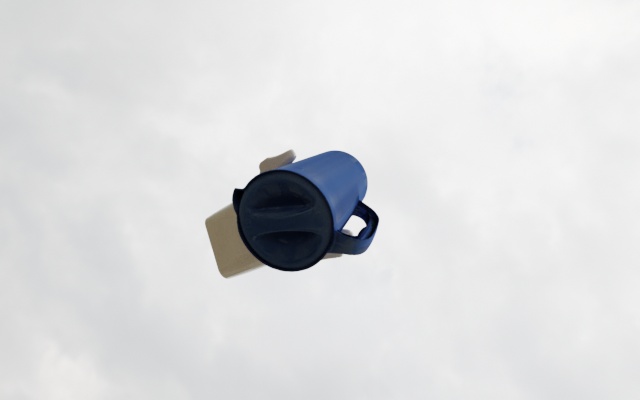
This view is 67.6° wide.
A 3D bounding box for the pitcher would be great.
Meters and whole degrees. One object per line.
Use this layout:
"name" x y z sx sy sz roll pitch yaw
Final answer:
"pitcher" 0.000 0.002 0.692 0.145 0.149 0.242 -25 5 24
